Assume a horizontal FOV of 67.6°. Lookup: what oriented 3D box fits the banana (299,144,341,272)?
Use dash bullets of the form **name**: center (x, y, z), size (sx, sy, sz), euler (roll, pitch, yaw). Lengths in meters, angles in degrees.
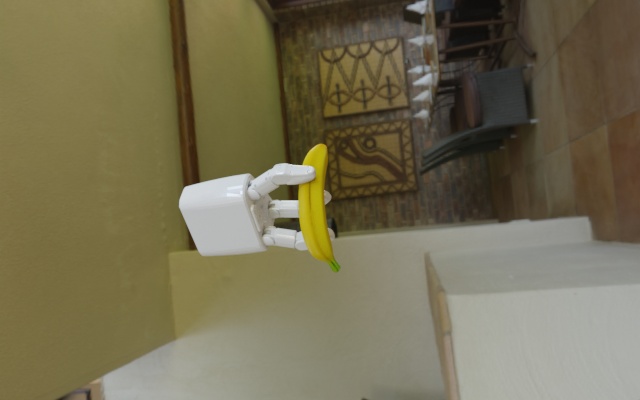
- **banana**: center (-0.006, 0.000, 0.671), size (0.037, 0.197, 0.070), euler (-11, -22, 18)
